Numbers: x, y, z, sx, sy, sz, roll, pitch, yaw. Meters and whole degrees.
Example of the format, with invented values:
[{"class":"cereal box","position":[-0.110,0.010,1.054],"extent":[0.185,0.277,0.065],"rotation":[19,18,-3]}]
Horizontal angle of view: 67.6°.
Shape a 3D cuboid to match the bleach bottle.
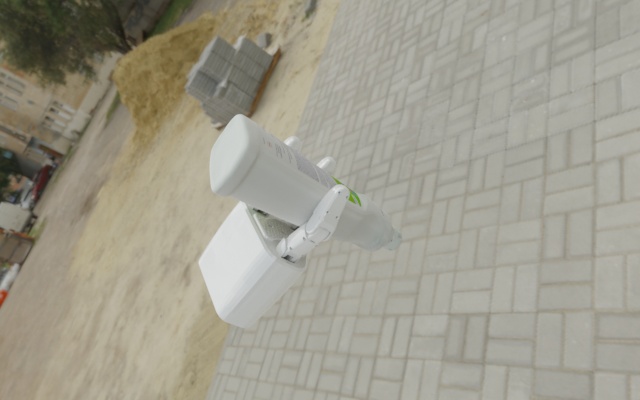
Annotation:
[{"class":"bleach bottle","position":[0.000,0.002,0.539],"extent":[0.251,0.068,0.102],"rotation":[30,21,-29]}]
